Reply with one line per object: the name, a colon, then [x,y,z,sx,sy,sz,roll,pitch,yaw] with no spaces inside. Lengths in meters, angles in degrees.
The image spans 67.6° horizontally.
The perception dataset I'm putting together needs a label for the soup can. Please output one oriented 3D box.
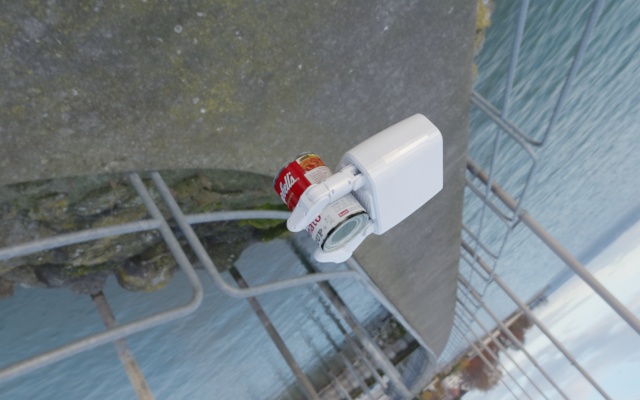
soup can: [0.000,0.002,0.559,0.068,0.102,0.068,-32,-25,-17]
